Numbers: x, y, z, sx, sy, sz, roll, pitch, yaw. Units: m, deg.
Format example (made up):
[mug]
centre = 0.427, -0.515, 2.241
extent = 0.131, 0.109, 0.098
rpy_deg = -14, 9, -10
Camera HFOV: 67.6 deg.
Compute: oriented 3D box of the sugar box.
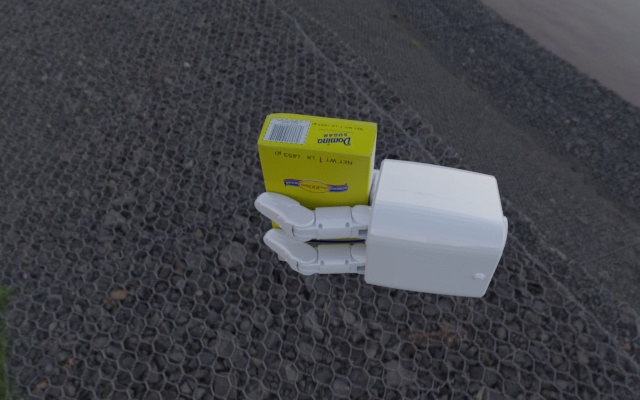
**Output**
[sugar box]
centre = 0.000, 0.002, 0.445
extent = 0.093, 0.048, 0.176
rpy_deg = 8, -40, 9
